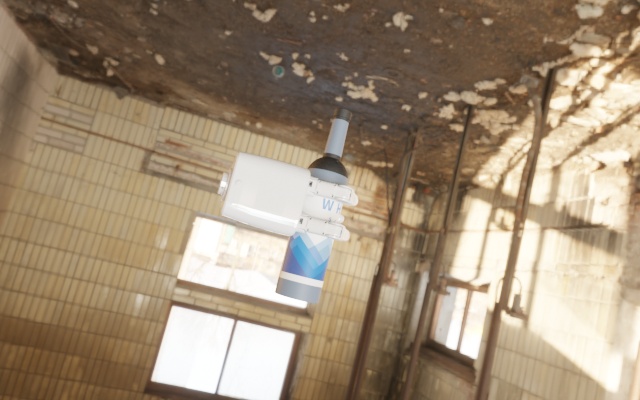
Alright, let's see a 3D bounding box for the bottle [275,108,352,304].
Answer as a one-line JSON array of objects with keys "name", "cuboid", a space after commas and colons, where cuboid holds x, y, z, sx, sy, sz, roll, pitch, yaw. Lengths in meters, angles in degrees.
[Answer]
[{"name": "bottle", "cuboid": [0.000, 0.003, 0.723, 0.069, 0.295, 0.069, 14, -8, 2]}]
